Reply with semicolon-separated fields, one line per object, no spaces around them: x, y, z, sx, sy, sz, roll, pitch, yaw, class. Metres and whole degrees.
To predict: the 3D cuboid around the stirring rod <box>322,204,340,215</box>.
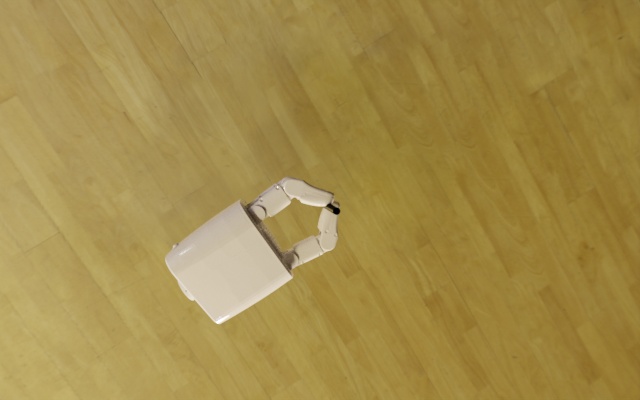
0.000;0.002;0.612;0.011;0.011;0.239;0;4;-8;stirring rod
